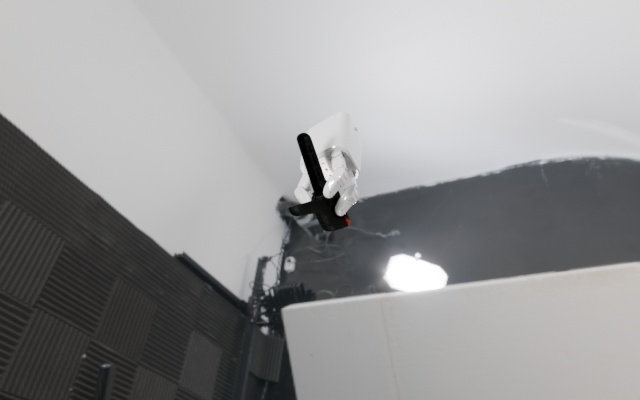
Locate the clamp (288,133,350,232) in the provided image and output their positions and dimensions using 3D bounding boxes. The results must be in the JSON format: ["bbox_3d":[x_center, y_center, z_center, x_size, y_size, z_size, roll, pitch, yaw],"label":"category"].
[{"bbox_3d":[0.000,0.003,0.867,0.036,0.164,0.210,-10,-41,24],"label":"clamp"}]
